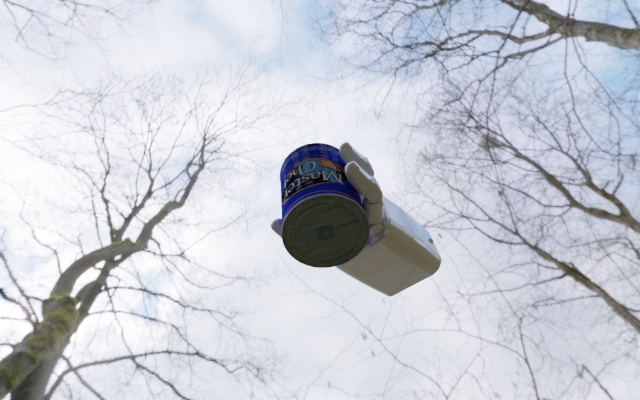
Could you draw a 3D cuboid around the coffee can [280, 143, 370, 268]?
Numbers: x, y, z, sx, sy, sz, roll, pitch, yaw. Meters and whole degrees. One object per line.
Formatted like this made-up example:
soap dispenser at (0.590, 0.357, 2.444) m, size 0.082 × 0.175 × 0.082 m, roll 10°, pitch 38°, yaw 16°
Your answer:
coffee can at (0.000, 0.002, 0.608) m, size 0.103 × 0.103 × 0.140 m, roll 0°, pitch 32°, yaw -6°
